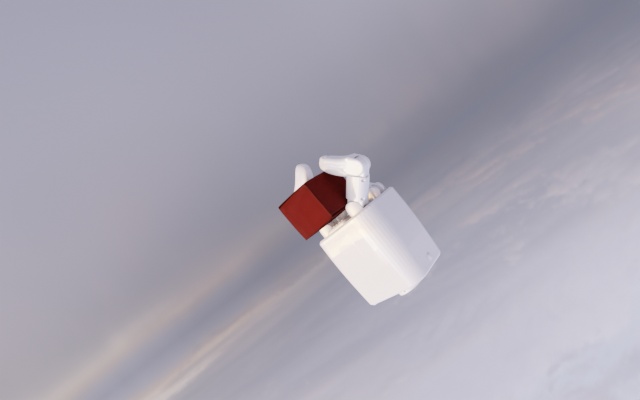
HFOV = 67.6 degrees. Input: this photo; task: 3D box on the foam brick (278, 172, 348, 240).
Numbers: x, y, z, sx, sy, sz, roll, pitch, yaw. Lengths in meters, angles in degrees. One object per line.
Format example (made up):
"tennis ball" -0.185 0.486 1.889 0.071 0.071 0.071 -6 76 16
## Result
"foam brick" 0.000 0.002 0.570 0.053 0.051 0.078 -42 -5 35
